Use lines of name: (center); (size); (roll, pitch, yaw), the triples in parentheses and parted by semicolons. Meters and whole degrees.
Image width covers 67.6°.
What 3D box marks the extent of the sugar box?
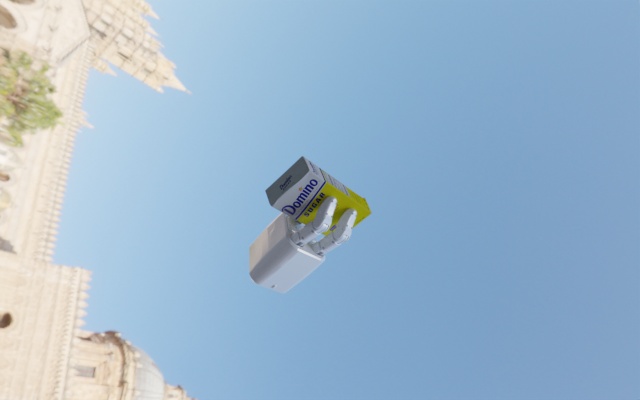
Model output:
sugar box: (0.000, 0.003, 0.825); (0.093, 0.048, 0.176); (-41, -43, 19)
